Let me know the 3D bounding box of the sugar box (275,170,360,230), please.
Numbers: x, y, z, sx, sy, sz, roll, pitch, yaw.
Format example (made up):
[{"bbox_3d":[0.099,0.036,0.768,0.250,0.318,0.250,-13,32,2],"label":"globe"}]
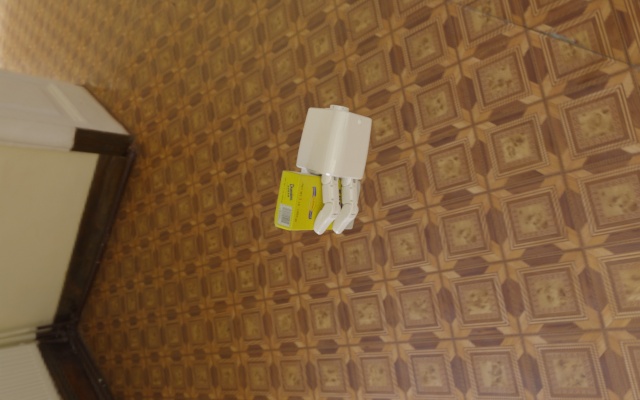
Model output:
[{"bbox_3d":[0.001,0.003,0.825,0.048,0.093,0.176,16,9,39],"label":"sugar box"}]
